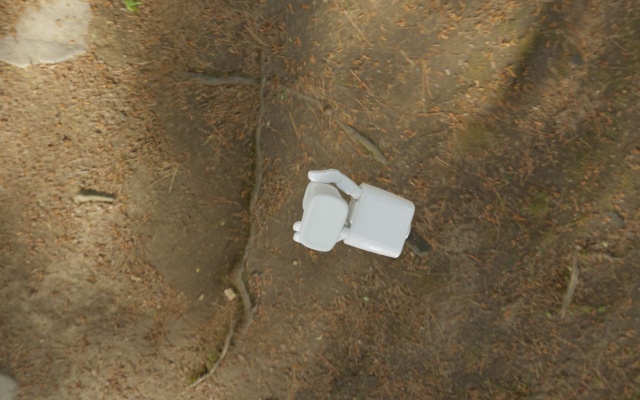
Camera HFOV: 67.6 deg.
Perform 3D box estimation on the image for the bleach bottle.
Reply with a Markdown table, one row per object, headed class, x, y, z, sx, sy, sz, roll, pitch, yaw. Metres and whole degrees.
| class | x | y | z | sx | sy | sz | roll | pitch | yaw |
| --- | --- | --- | --- | --- | --- | --- | --- | --- | --- |
| bleach bottle | 0.000 | 0.003 | 0.897 | 0.068 | 0.102 | 0.250 | 18 | 16 | -7 |
